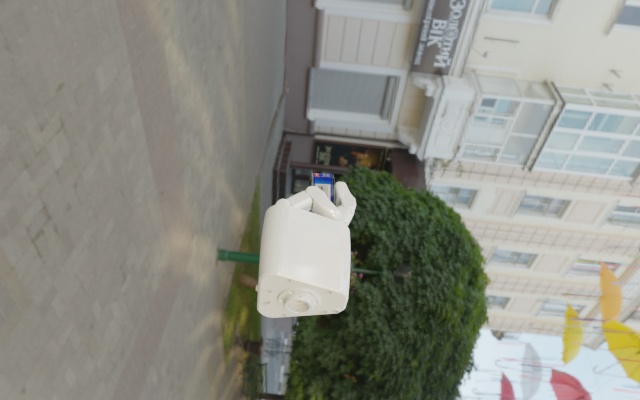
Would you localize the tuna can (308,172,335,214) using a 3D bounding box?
[{"bbox_3d":[0.001,0.002,0.701,0.034,0.086,0.086,2,0,-4],"label":"tuna can"}]
